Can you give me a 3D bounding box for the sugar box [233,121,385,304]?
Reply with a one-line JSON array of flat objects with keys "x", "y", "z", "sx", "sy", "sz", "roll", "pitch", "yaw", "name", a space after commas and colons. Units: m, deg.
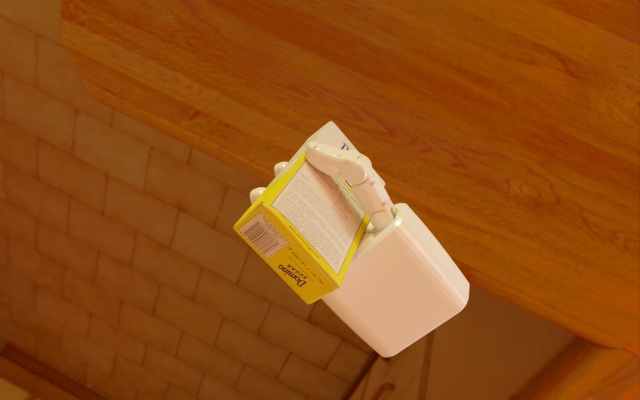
[{"x": 0.000, "y": 0.002, "z": 0.446, "sx": 0.048, "sy": 0.093, "sz": 0.176, "roll": -35, "pitch": 12, "yaw": 32, "name": "sugar box"}]
